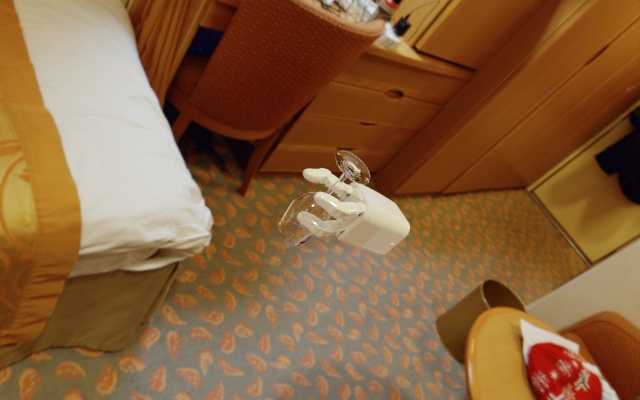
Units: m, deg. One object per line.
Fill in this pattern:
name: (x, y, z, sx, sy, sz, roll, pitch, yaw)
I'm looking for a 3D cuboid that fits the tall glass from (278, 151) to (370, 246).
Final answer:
tall glass: (0.000, 0.002, 0.871, 0.079, 0.079, 0.201, 0, -37, -45)
